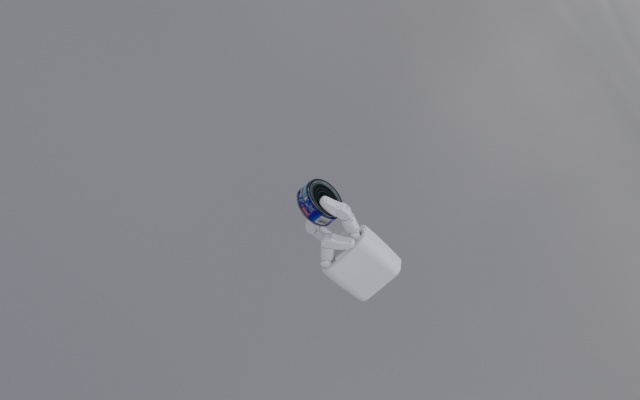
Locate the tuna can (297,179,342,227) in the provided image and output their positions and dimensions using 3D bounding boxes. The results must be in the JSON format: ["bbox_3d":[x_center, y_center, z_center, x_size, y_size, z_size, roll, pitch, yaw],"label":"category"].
[{"bbox_3d":[0.000,0.003,0.877,0.086,0.086,0.034,0,-31,-47],"label":"tuna can"}]
